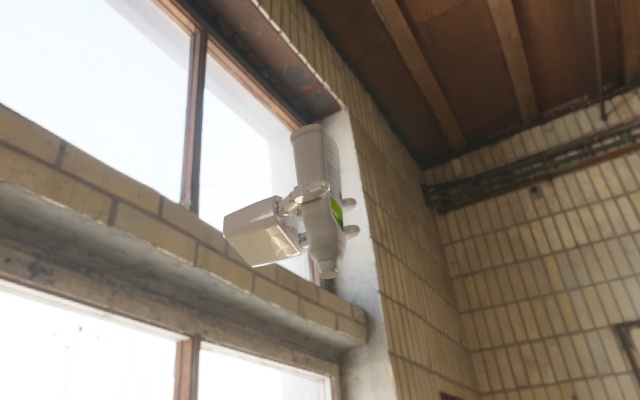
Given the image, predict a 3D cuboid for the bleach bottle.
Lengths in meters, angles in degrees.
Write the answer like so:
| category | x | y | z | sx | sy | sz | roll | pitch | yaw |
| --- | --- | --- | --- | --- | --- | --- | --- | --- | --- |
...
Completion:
| category | x | y | z | sx | sy | sz | roll | pitch | yaw |
| --- | --- | --- | --- | --- | --- | --- | --- | --- | --- |
| bleach bottle | 0.000 | 0.003 | 0.776 | 0.068 | 0.250 | 0.103 | -18 | -35 | 20 |
